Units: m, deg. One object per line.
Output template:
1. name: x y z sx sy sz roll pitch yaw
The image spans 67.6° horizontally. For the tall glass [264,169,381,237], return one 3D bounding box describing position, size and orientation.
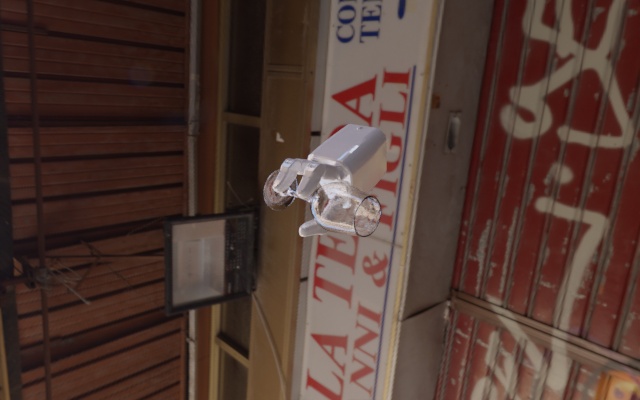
1. tall glass: 0.000 0.002 0.761 0.079 0.079 0.201 0 13 -45
